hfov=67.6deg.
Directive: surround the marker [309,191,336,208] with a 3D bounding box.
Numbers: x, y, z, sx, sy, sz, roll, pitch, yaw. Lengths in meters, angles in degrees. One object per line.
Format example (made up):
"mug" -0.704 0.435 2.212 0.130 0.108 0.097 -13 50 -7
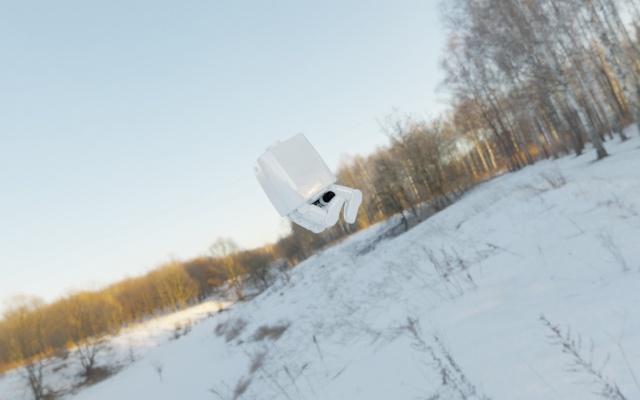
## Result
"marker" 0.000 0.003 0.866 0.020 0.020 0.121 0 -11 -19
